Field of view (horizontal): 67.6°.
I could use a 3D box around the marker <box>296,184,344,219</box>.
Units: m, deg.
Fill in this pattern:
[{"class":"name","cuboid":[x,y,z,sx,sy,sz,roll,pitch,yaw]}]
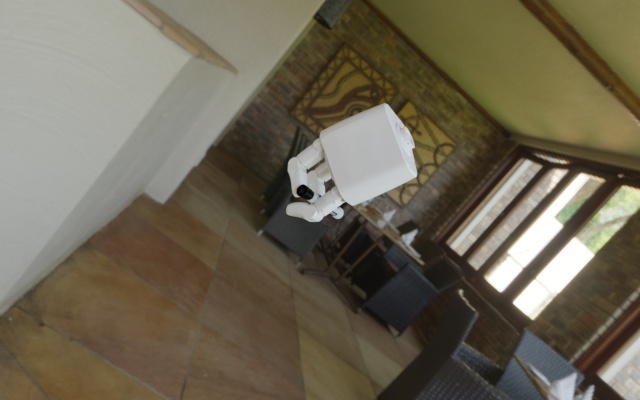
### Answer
[{"class":"marker","cuboid":[0.000,0.002,0.723,0.020,0.020,0.121,0,-18,31]}]
